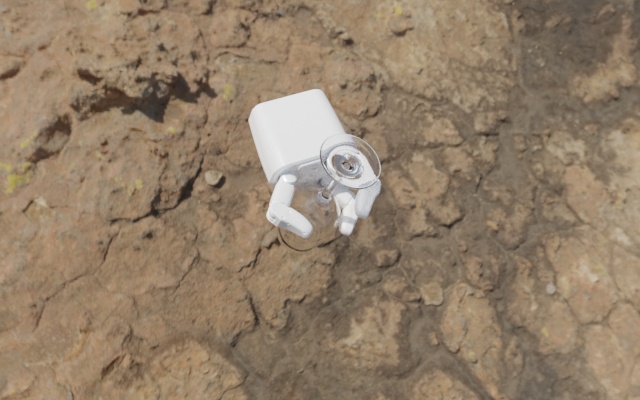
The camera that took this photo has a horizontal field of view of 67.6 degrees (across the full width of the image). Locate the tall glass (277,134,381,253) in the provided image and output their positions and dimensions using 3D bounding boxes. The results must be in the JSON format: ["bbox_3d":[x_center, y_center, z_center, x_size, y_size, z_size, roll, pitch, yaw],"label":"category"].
[{"bbox_3d":[0.000,0.002,0.616,0.079,0.079,0.201,0,-29,-23],"label":"tall glass"}]
